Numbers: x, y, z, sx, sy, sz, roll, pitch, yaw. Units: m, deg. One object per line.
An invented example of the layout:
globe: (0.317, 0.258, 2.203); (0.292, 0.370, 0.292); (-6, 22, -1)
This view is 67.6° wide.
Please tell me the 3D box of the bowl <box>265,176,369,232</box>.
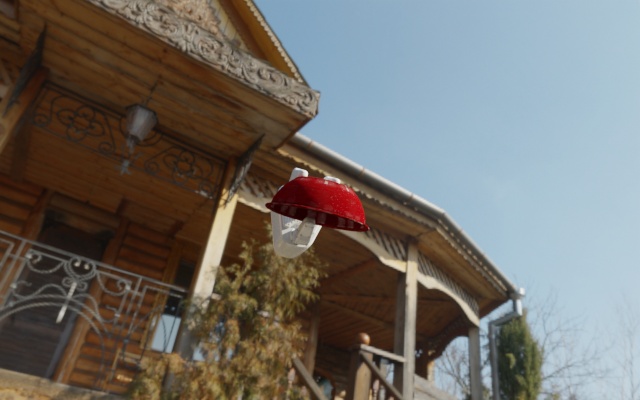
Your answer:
bowl: (0.001, 0.002, 0.727); (0.162, 0.055, 0.162); (13, -9, 2)
